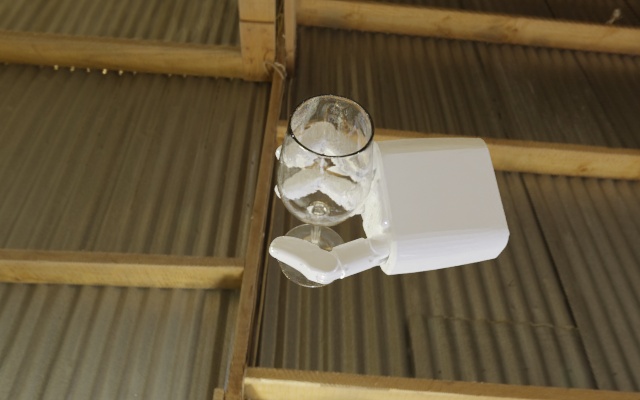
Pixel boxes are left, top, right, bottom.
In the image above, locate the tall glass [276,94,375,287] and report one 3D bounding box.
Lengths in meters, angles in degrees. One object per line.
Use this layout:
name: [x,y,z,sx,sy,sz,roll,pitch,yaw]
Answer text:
tall glass: [0.000,0.002,0.420,0.079,0.079,0.201,0,-34,-5]
